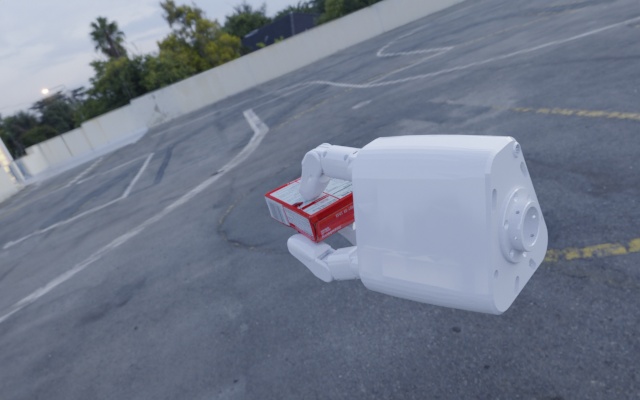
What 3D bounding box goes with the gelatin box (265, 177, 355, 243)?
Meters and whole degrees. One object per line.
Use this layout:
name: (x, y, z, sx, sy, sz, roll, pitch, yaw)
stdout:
gelatin box: (0.000, 0.001, 0.456, 0.073, 0.030, 0.089, -28, 28, -25)
